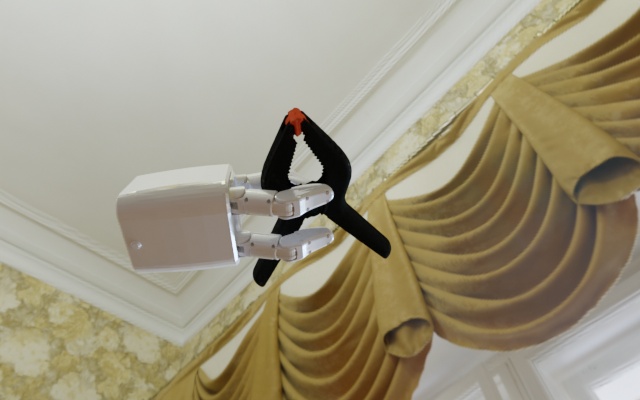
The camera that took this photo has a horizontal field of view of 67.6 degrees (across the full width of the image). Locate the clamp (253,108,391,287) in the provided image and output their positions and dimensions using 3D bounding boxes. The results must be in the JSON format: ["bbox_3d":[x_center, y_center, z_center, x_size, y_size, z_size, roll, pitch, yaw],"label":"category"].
[{"bbox_3d":[0.000,0.001,0.514,0.164,0.210,0.036,-7,34,-8],"label":"clamp"}]
